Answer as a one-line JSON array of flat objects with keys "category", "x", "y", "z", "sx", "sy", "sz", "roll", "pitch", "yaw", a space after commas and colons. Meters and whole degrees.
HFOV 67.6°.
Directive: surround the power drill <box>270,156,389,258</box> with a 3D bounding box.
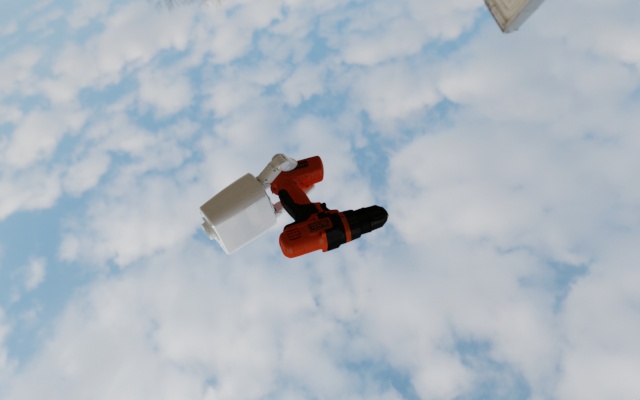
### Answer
[{"category": "power drill", "x": 0.000, "y": 0.002, "z": 0.815, "sx": 0.184, "sy": 0.057, "sz": 0.187, "roll": -16, "pitch": 45, "yaw": -13}]
